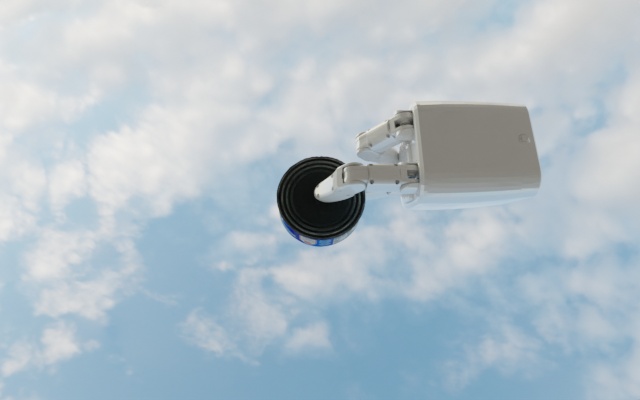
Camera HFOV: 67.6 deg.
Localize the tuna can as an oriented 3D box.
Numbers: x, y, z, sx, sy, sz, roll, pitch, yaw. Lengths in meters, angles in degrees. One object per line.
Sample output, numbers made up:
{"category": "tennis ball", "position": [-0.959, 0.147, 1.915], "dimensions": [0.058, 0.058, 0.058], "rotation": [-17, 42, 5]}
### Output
{"category": "tuna can", "position": [0.000, 0.002, 0.473], "dimensions": [0.086, 0.086, 0.034], "rotation": [0, -20, -2]}
